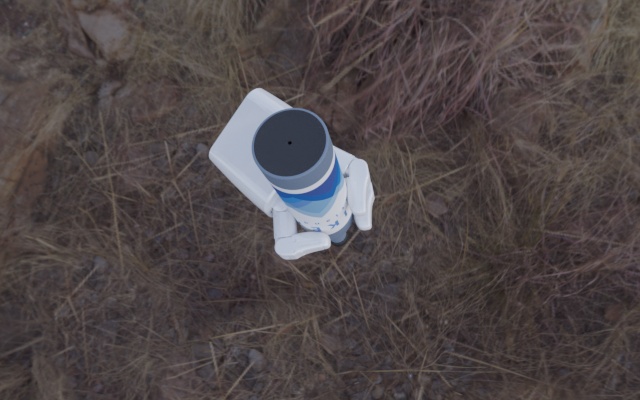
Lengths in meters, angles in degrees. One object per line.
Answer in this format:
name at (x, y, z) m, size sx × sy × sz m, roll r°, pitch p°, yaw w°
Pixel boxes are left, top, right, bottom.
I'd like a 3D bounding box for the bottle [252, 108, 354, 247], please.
bottle at (0.000, 0.002, 0.532) m, size 0.069 × 0.069 × 0.296 m, roll 0°, pitch -20°, yaw 11°
